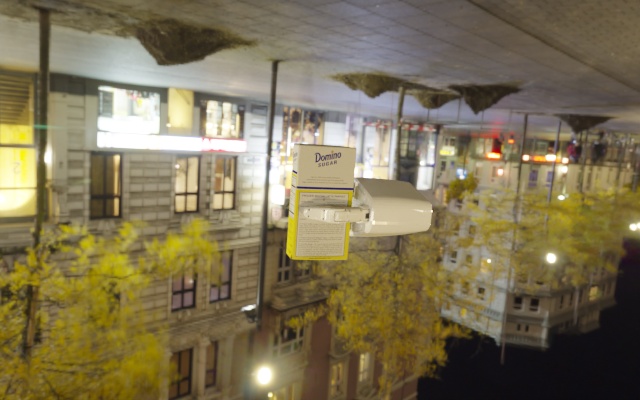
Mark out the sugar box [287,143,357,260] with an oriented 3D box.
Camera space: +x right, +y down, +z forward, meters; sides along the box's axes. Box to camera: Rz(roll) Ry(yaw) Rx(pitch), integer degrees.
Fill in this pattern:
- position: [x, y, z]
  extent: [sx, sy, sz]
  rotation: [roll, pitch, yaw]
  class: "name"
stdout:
- position: [0.000, 0.002, 0.738]
  extent: [0.093, 0.176, 0.048]
  rotation: [2, 8, -17]
  class: "sugar box"
